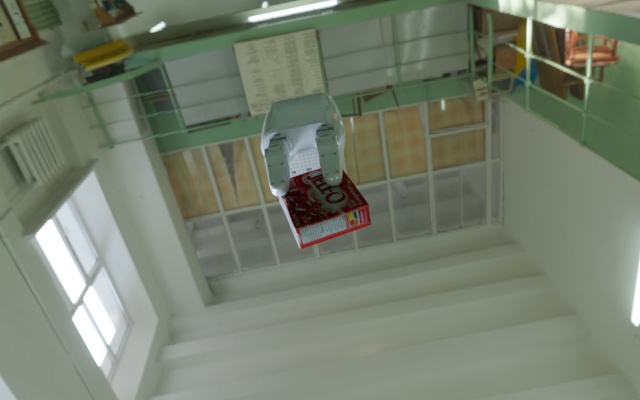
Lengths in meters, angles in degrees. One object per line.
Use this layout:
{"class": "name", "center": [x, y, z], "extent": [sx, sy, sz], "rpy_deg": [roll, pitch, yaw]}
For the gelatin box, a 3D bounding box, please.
{"class": "gelatin box", "center": [0.000, 0.002, 0.479], "extent": [0.073, 0.030, 0.089], "rpy_deg": [-18, 36, -8]}
